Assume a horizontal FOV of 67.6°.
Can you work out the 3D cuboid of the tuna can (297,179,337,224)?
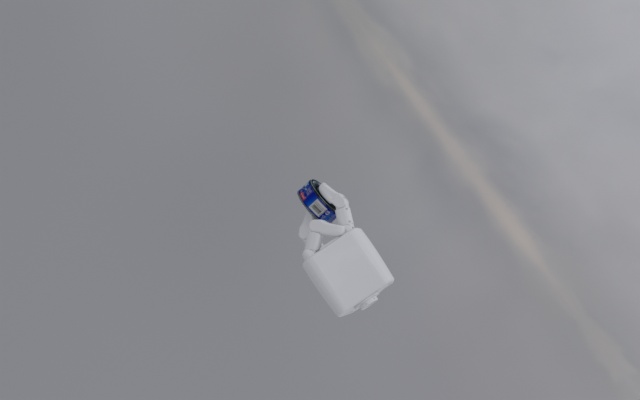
[{"bbox_3d":[0.001,0.002,0.857,0.034,0.086,0.086,-42,-13,14],"label":"tuna can"}]
